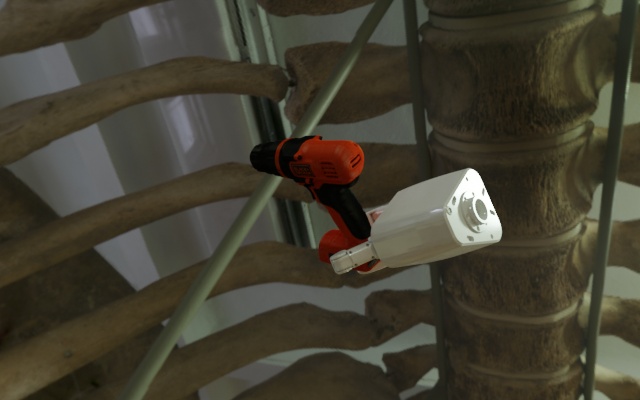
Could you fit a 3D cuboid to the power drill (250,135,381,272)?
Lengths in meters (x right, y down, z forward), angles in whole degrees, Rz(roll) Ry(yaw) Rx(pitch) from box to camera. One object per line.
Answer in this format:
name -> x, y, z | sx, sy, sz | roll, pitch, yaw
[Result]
power drill -> 0.001, 0.002, 0.625 | 0.184, 0.188, 0.057 | 8, 45, 46
